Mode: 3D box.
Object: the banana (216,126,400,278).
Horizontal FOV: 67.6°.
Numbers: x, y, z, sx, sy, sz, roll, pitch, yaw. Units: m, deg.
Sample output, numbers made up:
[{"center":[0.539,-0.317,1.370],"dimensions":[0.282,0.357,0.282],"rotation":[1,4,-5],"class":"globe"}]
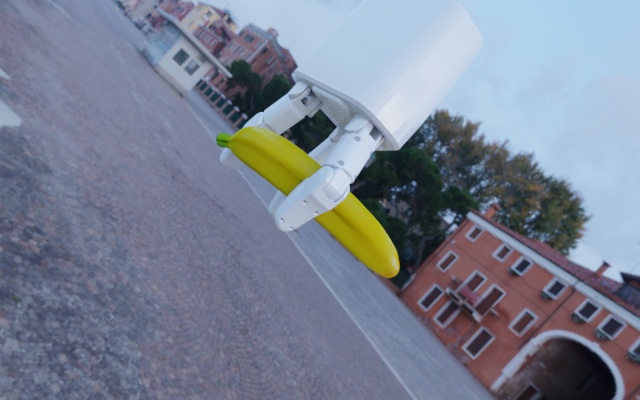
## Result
[{"center":[0.001,-0.001,0.390],"dimensions":[0.198,0.037,0.069],"rotation":[40,-6,-7],"class":"banana"}]
